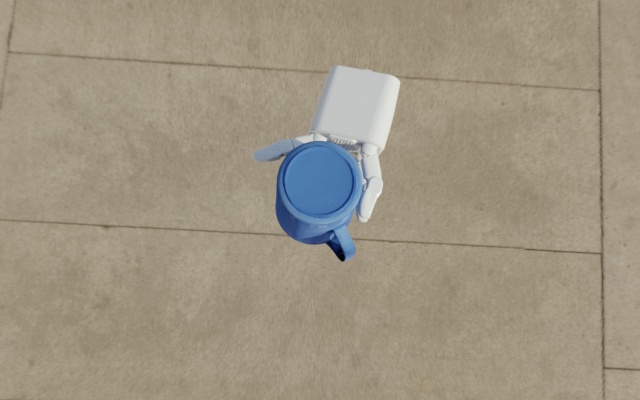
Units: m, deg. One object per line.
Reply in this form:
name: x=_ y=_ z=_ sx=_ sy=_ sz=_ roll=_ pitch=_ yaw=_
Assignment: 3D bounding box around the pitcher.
pitcher: x=0.000 y=0.002 z=0.703 sx=0.149 sy=0.145 sz=0.243 roll=17 pitch=-8 yaw=0
